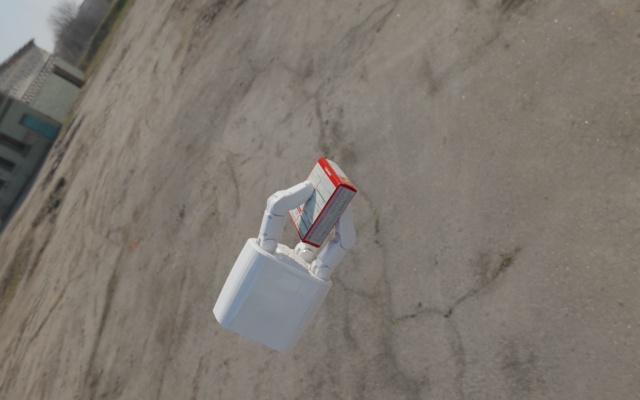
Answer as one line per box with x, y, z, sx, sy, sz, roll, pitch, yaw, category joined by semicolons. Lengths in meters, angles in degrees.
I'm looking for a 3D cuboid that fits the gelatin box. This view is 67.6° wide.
0.000;0.001;0.588;0.030;0.089;0.073;21;21;-29;gelatin box
